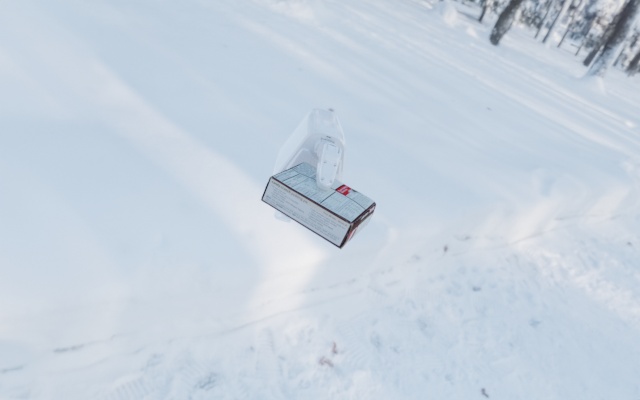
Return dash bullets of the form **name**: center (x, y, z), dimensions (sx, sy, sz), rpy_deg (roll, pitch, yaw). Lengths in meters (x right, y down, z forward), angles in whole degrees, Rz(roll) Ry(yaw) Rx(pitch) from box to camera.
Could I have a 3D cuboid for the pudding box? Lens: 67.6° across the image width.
- **pudding box**: center (0.000, 0.002, 0.566), dimensions (0.113, 0.039, 0.090), rpy_deg (29, 26, 15)
